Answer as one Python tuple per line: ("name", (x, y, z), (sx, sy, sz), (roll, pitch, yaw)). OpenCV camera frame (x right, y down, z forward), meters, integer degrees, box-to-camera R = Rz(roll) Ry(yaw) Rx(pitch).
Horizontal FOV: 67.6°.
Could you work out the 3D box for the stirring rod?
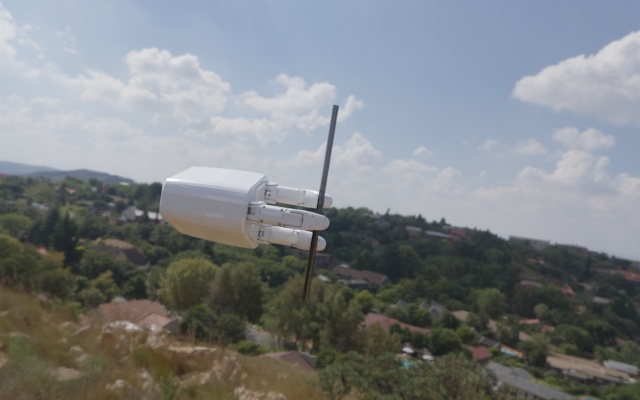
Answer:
("stirring rod", (0.000, 0.002, 0.586), (0.011, 0.239, 0.011), (9, -1, 0))
